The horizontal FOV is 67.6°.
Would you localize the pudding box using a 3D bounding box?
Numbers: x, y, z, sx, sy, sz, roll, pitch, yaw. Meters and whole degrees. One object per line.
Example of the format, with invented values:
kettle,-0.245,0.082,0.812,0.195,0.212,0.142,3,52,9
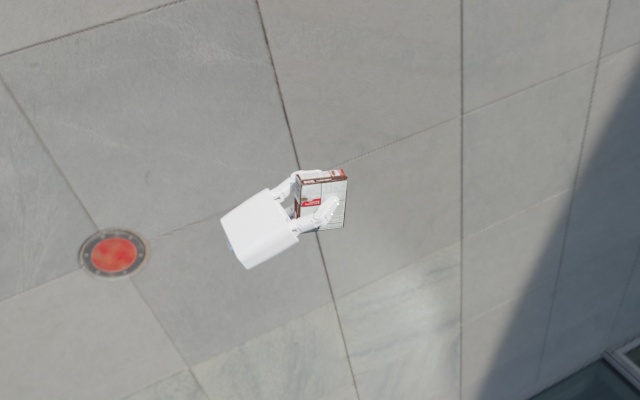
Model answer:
pudding box,0.000,0.003,0.867,0.090,0.114,0.039,-8,37,-16
